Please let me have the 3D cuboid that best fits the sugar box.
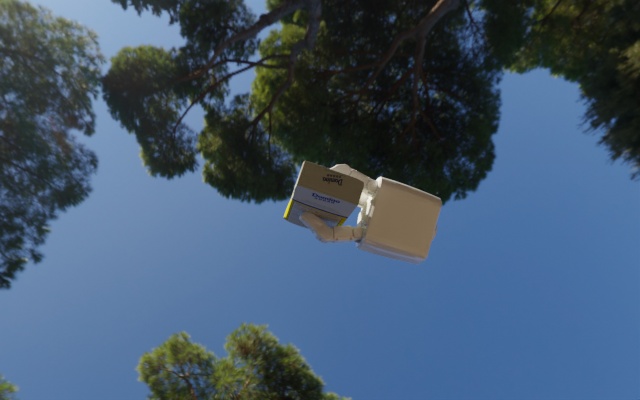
[{"bbox_3d":[0.000,0.002,0.741,0.093,0.048,0.176,19,-23,-4],"label":"sugar box"}]
